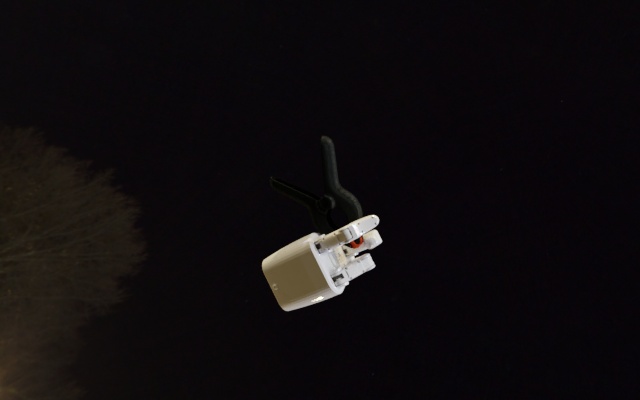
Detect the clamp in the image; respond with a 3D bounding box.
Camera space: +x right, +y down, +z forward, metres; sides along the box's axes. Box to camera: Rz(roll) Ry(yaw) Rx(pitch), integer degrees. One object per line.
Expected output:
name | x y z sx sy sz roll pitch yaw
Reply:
clamp | 0.001 0.002 0.724 0.120 0.171 0.039 -27 -2 28
